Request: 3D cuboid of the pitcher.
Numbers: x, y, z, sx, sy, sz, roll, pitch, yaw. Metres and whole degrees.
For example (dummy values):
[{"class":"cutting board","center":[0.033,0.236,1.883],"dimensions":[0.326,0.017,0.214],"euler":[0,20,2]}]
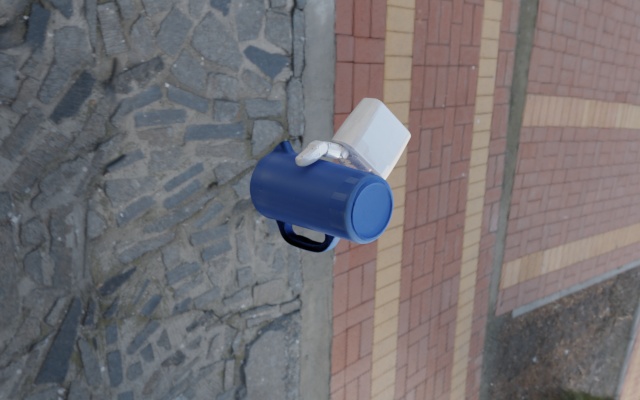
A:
[{"class":"pitcher","center":[0.000,0.002,0.805],"dimensions":[0.243,0.145,0.149],"euler":[17,-24,47]}]
